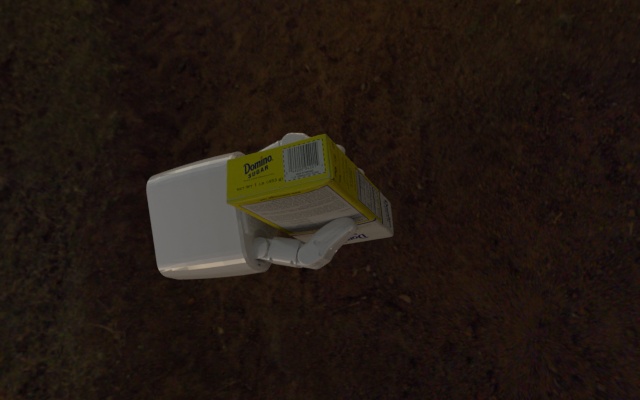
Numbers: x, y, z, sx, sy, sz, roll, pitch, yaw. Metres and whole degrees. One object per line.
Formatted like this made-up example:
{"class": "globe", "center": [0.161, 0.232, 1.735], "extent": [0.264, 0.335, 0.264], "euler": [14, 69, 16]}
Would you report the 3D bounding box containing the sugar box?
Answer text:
{"class": "sugar box", "center": [0.000, 0.001, 0.445], "extent": [0.093, 0.048, 0.176], "euler": [-11, -19, 20]}
